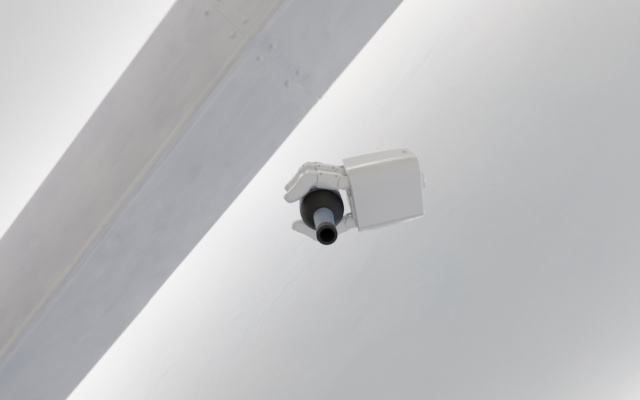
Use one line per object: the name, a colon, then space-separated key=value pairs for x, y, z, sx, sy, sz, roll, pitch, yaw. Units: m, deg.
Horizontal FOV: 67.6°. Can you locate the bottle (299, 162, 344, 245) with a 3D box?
bottle: x=0.000 y=0.002 z=0.739 sx=0.069 sy=0.069 sz=0.295 roll=0 pitch=16 yaw=-3
